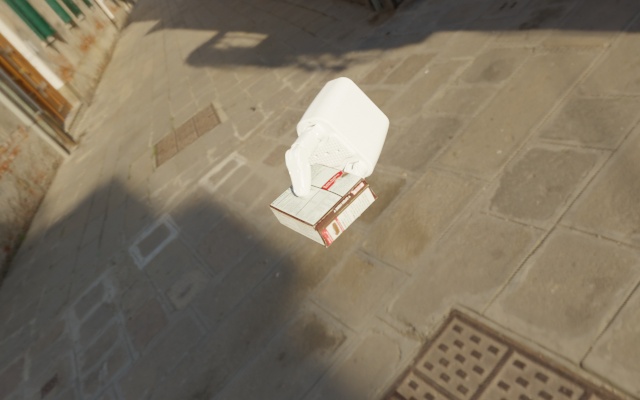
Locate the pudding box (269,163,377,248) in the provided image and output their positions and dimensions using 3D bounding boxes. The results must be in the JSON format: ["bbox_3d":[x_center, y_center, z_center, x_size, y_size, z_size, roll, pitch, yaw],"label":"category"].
[{"bbox_3d":[0.000,0.002,0.594,0.090,0.039,0.113,-44,31,-17],"label":"pudding box"}]
